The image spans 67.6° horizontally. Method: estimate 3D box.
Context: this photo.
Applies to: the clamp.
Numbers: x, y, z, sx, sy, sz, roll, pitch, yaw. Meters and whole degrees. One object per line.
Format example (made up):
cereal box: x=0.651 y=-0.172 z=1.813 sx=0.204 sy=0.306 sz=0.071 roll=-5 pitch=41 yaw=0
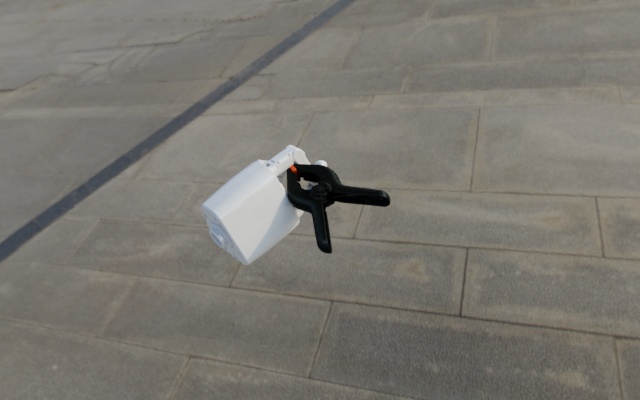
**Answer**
clamp: x=0.000 y=0.002 z=0.680 sx=0.171 sy=0.039 sz=0.120 roll=28 pitch=58 yaw=38
